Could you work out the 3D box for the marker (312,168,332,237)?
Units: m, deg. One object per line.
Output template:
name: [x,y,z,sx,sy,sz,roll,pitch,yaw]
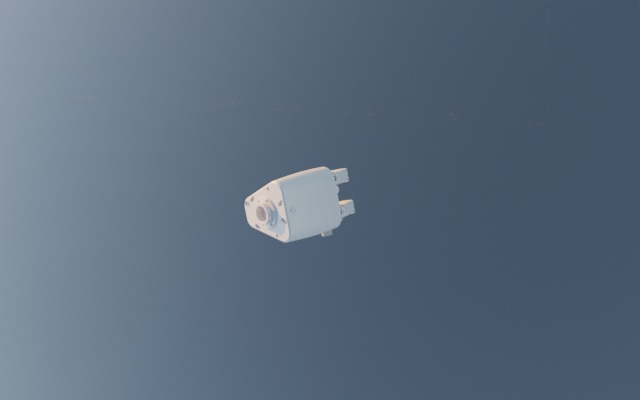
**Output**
marker: [0.000,0.003,0.839,0.020,0.121,0.020,-11,6,1]
